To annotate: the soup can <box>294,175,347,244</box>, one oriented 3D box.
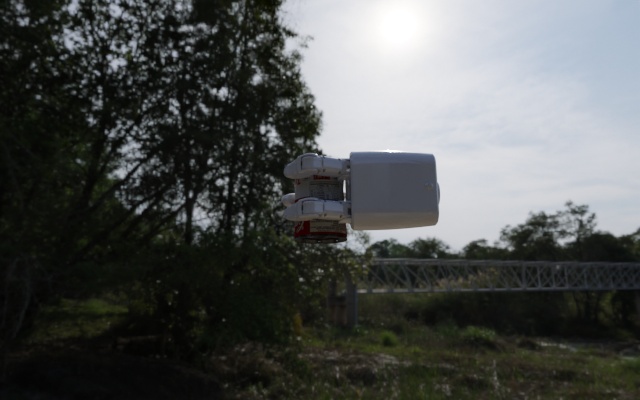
[{"bbox_3d":[0.000,0.002,0.621,0.068,0.102,0.068,-1,-12,0],"label":"soup can"}]
